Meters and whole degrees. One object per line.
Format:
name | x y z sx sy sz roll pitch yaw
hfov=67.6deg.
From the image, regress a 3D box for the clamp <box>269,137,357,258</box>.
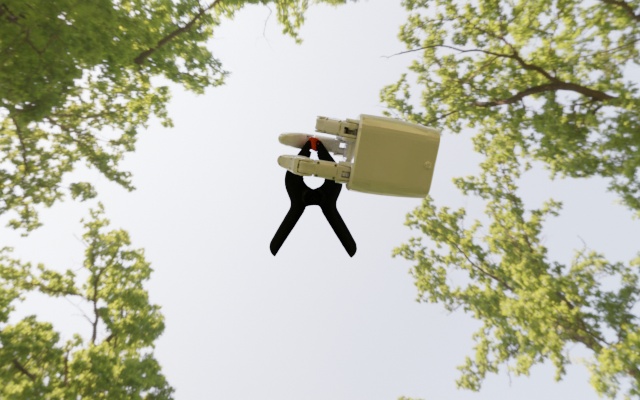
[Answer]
clamp | 0.000 0.002 0.652 0.120 0.171 0.039 8 11 -6
